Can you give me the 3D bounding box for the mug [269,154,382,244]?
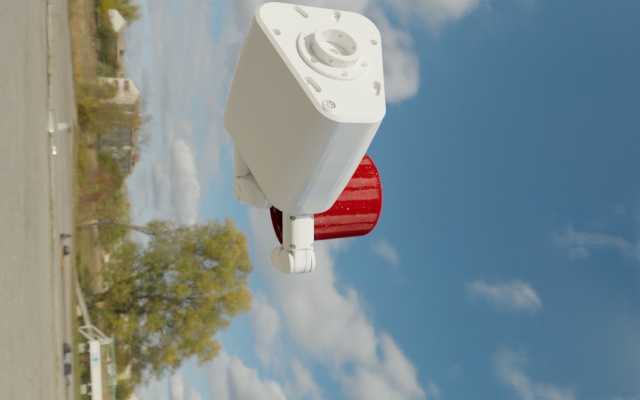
[{"bbox_3d":[0.000,0.002,0.454,0.081,0.093,0.117,-4,-28,-23],"label":"mug"}]
